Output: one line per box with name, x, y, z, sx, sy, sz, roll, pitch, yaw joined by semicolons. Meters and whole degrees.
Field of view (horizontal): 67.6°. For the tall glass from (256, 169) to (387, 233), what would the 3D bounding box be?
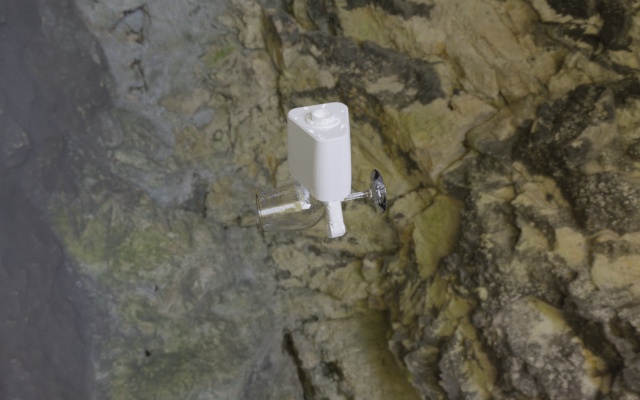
tall glass;0.001;0.003;0.768;0.201;0.079;0.079;-11;2;-11
